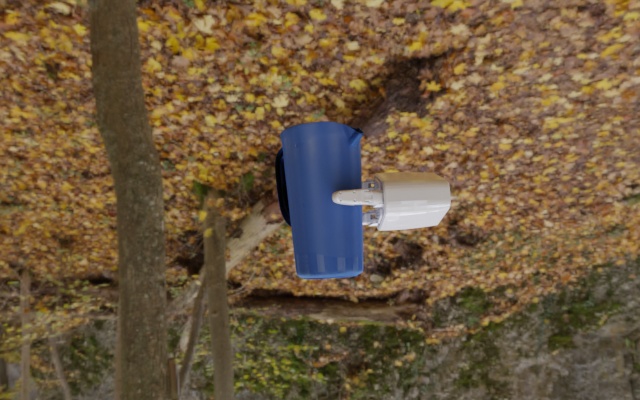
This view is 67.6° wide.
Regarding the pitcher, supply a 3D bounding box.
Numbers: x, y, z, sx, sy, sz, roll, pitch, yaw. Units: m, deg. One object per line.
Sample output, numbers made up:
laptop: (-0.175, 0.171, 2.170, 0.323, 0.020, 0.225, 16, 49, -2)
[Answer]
pitcher: (0.000, 0.003, 0.780, 0.145, 0.243, 0.149, -3, -6, -4)
